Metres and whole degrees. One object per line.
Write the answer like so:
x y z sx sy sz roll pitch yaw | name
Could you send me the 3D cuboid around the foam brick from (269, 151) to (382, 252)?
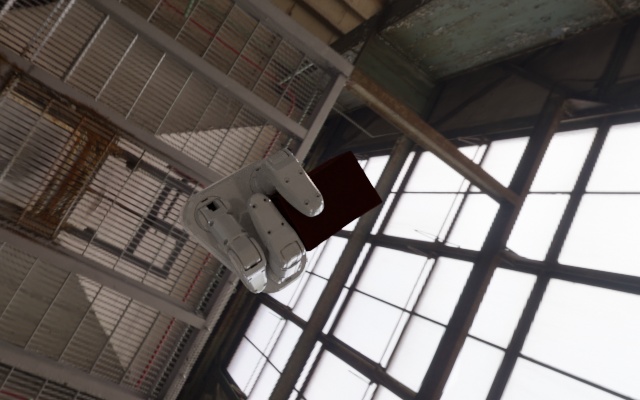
0.000 0.001 0.403 0.078 0.053 0.051 -32 6 -20 | foam brick
